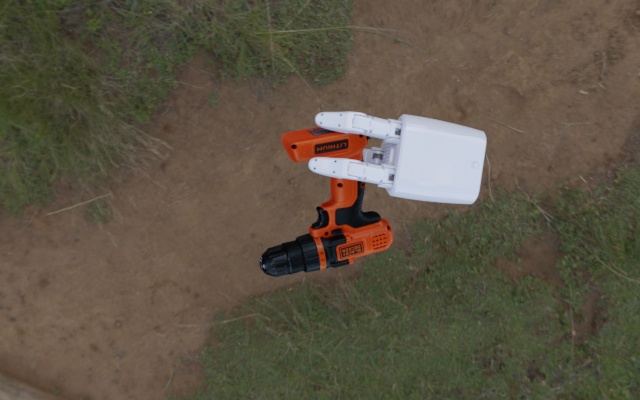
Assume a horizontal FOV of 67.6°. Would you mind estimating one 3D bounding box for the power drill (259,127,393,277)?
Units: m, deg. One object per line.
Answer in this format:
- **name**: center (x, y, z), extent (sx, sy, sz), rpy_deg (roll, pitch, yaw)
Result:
- **power drill**: center (0.000, 0.002, 0.615), extent (0.184, 0.188, 0.057), rpy_deg (-14, 25, -15)
